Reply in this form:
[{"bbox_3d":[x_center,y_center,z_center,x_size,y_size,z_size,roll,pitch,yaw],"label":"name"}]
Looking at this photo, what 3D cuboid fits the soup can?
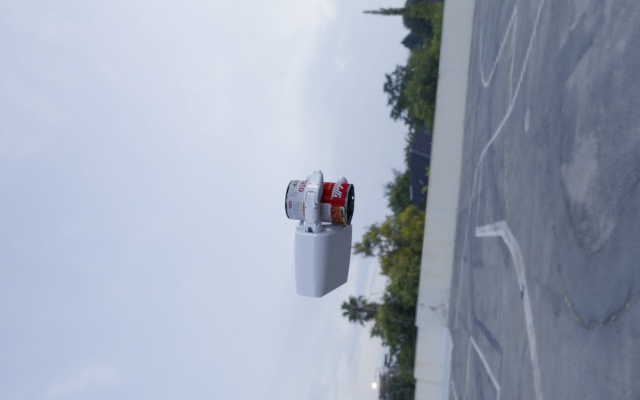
[{"bbox_3d":[0.000,0.002,0.778,0.102,0.068,0.068,5,1,14],"label":"soup can"}]
